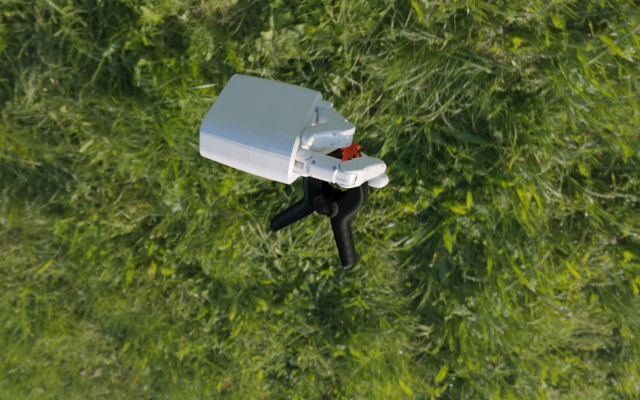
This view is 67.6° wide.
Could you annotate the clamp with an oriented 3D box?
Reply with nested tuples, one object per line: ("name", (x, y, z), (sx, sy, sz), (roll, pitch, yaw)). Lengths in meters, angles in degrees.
("clamp", (0.000, 0.002, 0.576), (0.120, 0.172, 0.039), (16, 35, 6))
